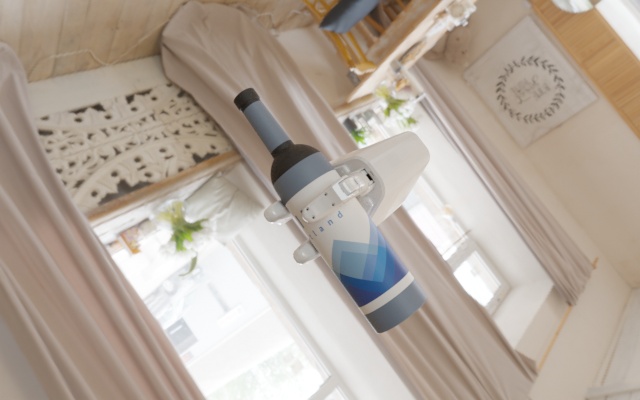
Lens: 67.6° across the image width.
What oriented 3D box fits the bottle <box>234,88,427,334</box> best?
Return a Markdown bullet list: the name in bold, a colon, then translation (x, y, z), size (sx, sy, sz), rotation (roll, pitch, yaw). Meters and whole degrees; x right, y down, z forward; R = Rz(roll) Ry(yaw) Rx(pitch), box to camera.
- **bottle**: translation (0.000, 0.002, 0.517), size (0.069, 0.295, 0.069), rotation (-35, -5, -4)
